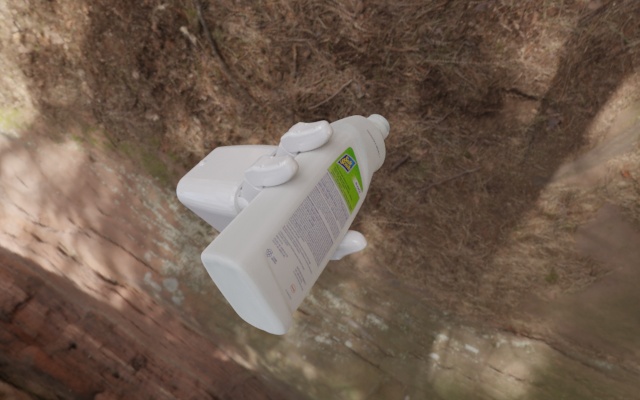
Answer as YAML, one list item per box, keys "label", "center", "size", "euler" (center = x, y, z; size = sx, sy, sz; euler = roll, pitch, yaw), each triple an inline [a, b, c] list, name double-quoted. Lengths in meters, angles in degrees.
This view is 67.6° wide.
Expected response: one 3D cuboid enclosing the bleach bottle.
- label: "bleach bottle"
  center: [0.000, 0.002, 0.473]
  size: [0.068, 0.103, 0.250]
  euler: [8, 45, 40]
